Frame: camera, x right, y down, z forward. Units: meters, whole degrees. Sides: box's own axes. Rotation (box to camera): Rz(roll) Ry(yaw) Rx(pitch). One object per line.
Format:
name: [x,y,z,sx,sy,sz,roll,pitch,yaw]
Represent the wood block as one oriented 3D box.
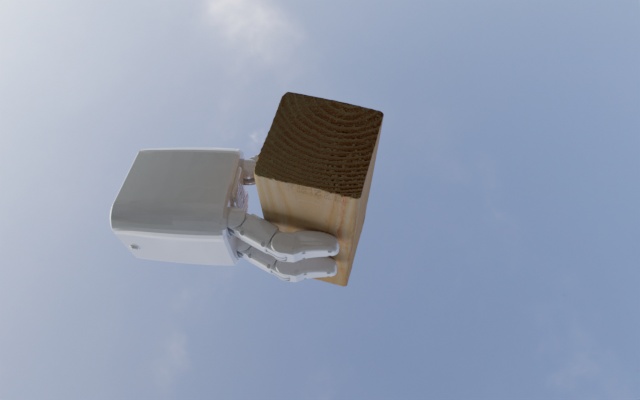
wood block: [0.000,0.001,0.476,0.090,0.090,0.206,13,-28,7]
